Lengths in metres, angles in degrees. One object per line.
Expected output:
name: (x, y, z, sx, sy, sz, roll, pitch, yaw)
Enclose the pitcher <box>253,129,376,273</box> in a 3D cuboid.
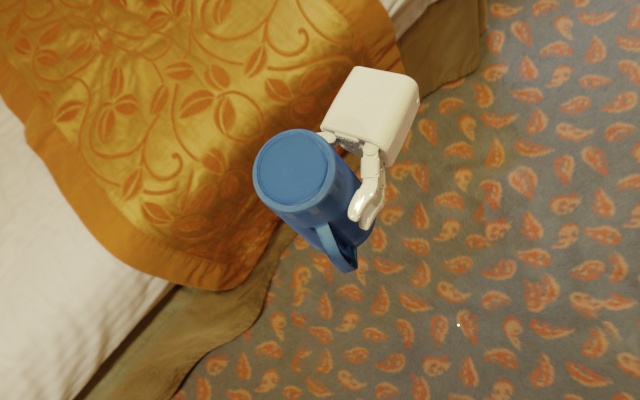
pitcher: (0.000, 0.002, 0.678, 0.149, 0.145, 0.243, 26, -6, 21)
